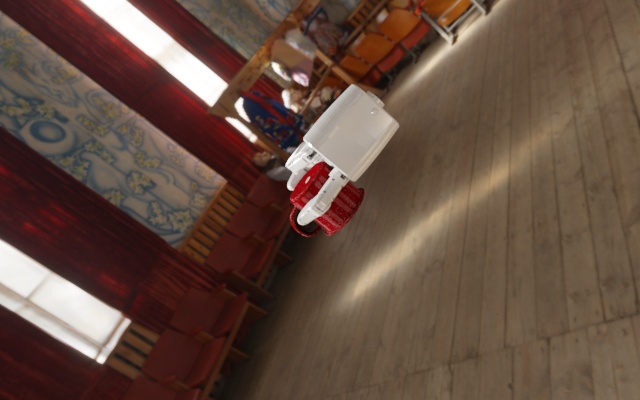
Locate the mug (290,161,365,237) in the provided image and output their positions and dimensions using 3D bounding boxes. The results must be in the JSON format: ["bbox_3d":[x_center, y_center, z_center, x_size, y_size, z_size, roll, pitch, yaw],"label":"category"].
[{"bbox_3d":[-0.001,0.003,0.742,0.081,0.117,0.093,39,6,-15],"label":"mug"}]
